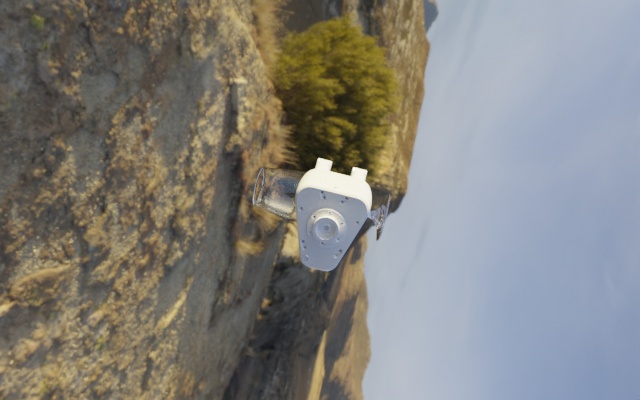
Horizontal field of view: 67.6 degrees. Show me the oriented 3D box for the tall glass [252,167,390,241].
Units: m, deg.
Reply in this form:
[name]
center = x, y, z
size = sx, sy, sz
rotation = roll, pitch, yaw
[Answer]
[tall glass]
center = 0.001, 0.003, 0.735
size = 0.201, 0.079, 0.079
rotation = 14, 0, 2
